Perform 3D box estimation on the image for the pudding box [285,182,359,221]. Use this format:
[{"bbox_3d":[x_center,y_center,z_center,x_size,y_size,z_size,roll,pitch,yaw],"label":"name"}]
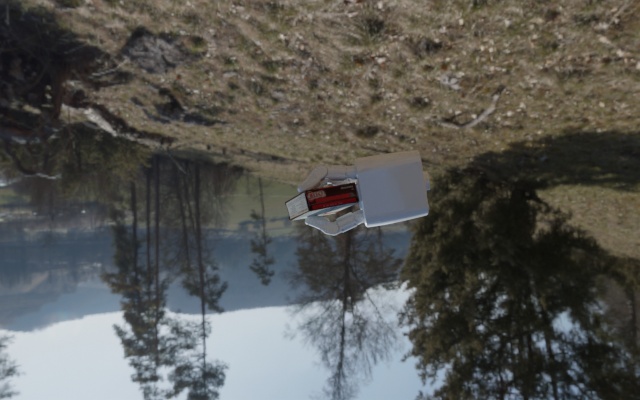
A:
[{"bbox_3d":[0.000,0.003,0.799,0.090,0.039,0.113,-9,-8,-22],"label":"pudding box"}]
